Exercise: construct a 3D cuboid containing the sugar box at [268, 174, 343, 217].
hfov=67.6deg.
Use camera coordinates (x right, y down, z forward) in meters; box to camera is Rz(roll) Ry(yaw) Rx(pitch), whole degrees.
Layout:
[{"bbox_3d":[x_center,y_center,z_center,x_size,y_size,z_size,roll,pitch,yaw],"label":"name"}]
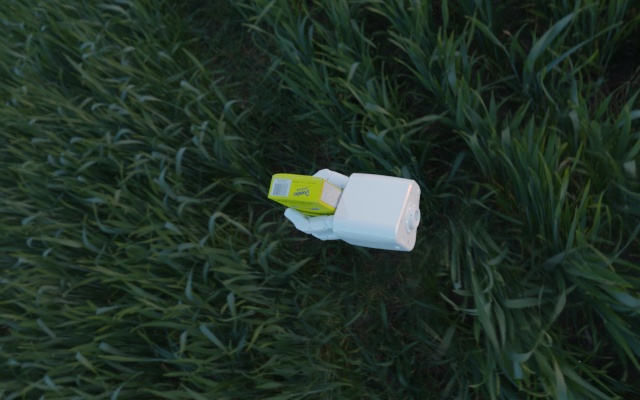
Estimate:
[{"bbox_3d":[0.000,0.003,0.793,0.093,0.048,0.176,6,-13,30],"label":"sugar box"}]
